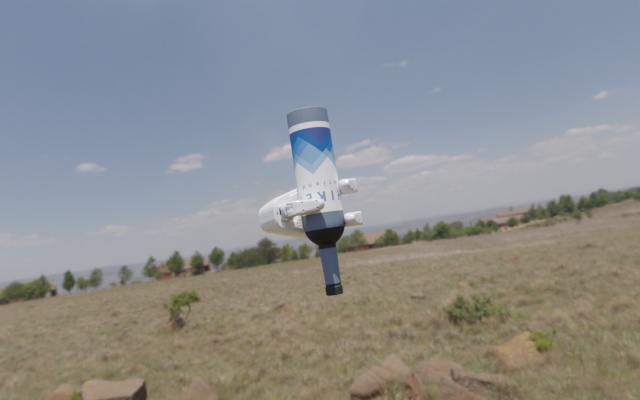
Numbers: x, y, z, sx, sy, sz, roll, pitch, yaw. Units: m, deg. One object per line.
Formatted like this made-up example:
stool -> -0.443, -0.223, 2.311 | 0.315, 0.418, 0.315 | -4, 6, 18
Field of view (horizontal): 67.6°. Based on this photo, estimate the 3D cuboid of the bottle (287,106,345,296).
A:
bottle -> 0.000, 0.002, 0.761 | 0.069, 0.295, 0.069 | -9, -5, -1
